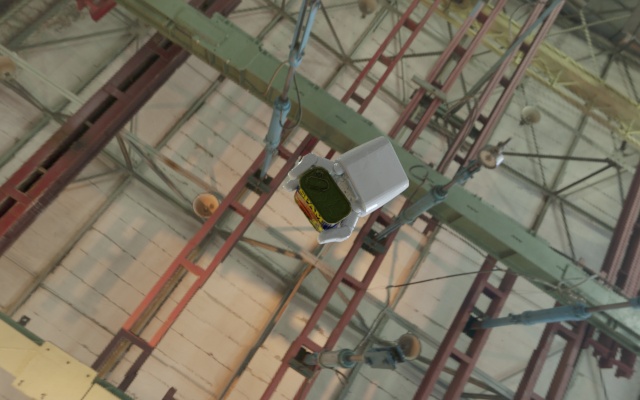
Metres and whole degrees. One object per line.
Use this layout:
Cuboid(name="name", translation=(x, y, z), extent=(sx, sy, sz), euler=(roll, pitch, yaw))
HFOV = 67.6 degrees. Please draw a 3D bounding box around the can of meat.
Cuboid(name="can of meat", translation=(0.000, 0.003, 0.839), extent=(0.057, 0.102, 0.084), euler=(-32, -9, -20))
